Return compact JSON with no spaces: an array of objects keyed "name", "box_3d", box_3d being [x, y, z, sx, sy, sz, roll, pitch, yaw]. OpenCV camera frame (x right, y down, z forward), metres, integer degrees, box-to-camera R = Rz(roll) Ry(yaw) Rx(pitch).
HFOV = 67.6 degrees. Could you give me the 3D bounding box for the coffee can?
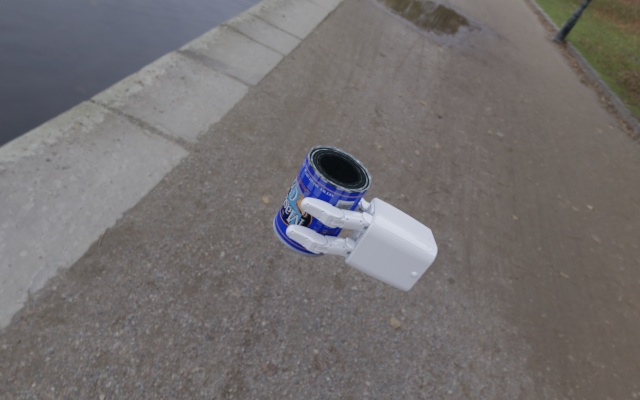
[{"name":"coffee can","box_3d":[0.000,0.002,0.728,0.103,0.140,0.102,20,36,-15]}]
